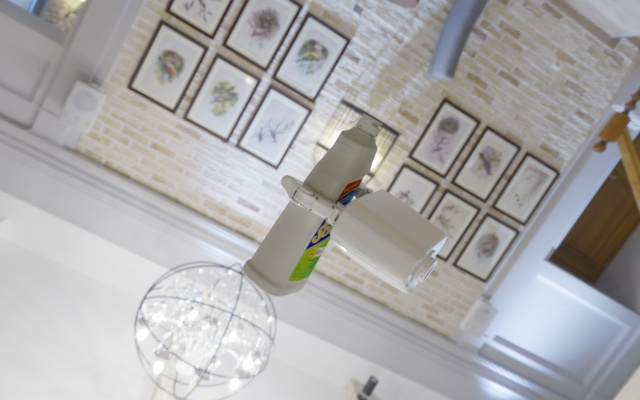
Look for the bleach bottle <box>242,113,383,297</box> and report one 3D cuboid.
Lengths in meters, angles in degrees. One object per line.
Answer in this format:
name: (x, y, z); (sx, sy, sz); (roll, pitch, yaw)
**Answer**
bleach bottle: (0.000, 0.002, 0.618); (0.068, 0.251, 0.102); (35, 11, 22)
